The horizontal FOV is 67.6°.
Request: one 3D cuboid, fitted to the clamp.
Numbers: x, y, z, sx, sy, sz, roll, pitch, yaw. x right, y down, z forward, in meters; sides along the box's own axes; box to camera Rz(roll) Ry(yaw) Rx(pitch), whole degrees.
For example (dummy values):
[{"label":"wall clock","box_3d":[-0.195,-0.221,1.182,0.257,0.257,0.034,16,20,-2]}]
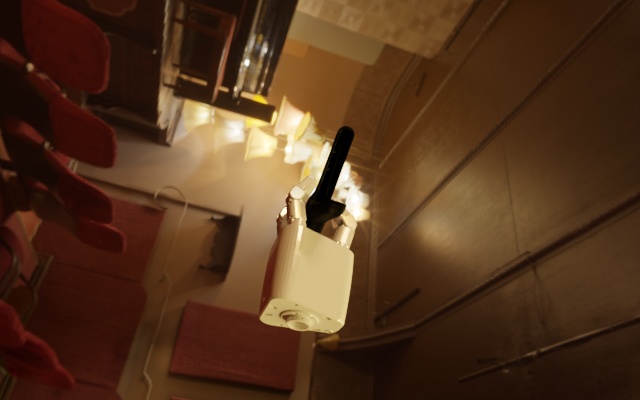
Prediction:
[{"label":"clamp","box_3d":[0.001,0.003,0.700,0.036,0.164,0.210,20,-39,-9]}]
